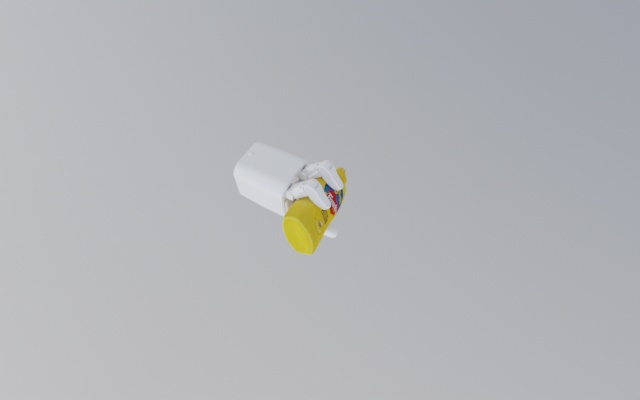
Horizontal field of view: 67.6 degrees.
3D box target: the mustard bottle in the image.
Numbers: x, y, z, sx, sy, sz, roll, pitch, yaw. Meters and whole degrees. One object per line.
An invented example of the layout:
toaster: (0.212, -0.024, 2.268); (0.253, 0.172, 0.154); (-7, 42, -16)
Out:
mustard bottle: (0.000, 0.003, 0.889); (0.058, 0.096, 0.191); (6, 44, 29)
